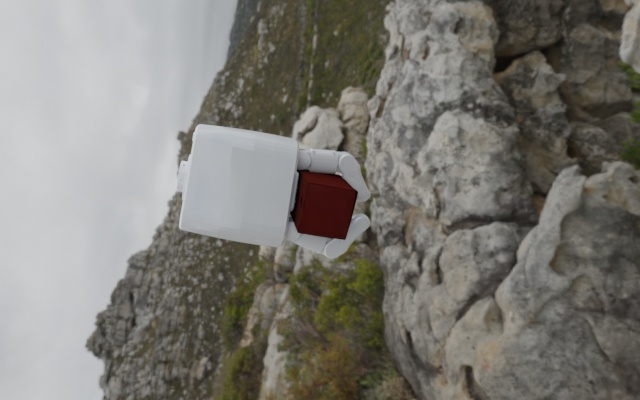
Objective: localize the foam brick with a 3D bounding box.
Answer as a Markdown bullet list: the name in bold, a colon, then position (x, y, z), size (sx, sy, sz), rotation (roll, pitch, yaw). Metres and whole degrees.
- **foam brick**: position (0.000, 0.002, 0.495), size (0.051, 0.053, 0.078), rotation (10, 13, -13)
